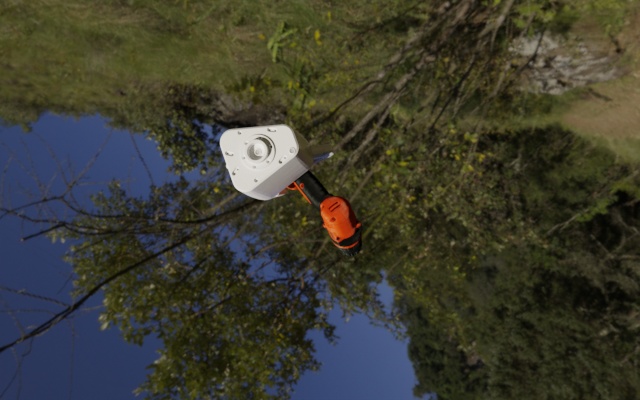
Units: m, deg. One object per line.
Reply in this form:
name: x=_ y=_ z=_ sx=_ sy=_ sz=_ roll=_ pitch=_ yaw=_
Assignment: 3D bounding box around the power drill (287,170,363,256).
power drill: x=0.000 y=0.002 z=0.812 sx=0.057 sy=0.187 sz=0.184 roll=-39 pitch=-27 yaw=-9
